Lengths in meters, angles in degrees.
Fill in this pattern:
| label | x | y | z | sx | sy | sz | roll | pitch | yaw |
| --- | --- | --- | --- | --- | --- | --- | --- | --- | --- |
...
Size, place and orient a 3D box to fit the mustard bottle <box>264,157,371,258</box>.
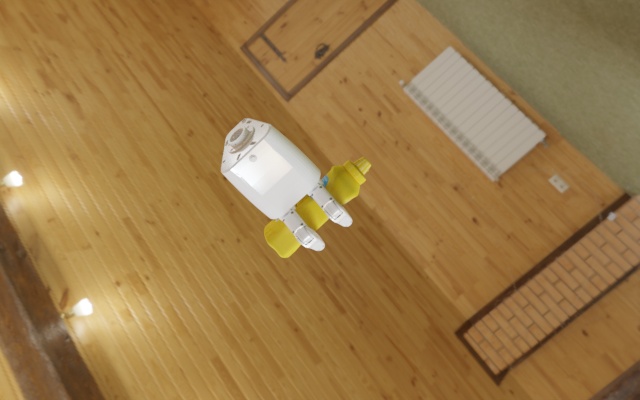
| label | x | y | z | sx | sy | sz | roll | pitch | yaw |
| --- | --- | --- | --- | --- | --- | --- | --- | --- | --- |
| mustard bottle | 0.000 | 0.003 | 0.734 | 0.191 | 0.058 | 0.096 | -42 | 8 | 6 |
